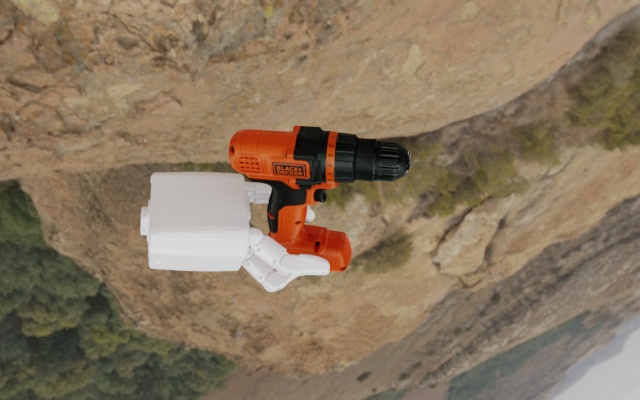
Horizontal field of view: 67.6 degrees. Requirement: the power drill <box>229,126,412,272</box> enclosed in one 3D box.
[{"bbox_3d":[0.000,0.002,0.533,0.184,0.188,0.057,6,45,7],"label":"power drill"}]
